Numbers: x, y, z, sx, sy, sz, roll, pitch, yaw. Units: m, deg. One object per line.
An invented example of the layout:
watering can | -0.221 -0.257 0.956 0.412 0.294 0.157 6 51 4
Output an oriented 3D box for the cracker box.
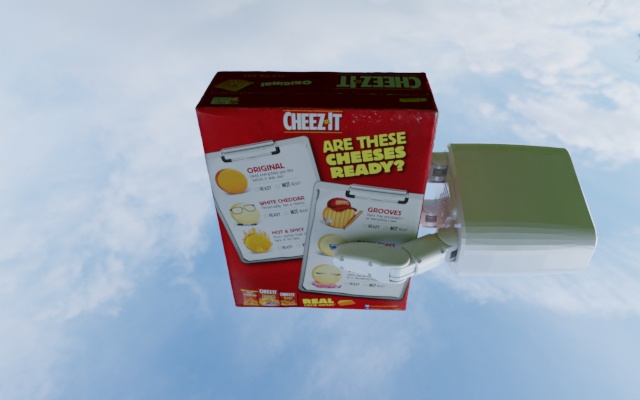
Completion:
cracker box | 0.000 0.002 0.405 0.164 0.214 0.072 1 39 3
